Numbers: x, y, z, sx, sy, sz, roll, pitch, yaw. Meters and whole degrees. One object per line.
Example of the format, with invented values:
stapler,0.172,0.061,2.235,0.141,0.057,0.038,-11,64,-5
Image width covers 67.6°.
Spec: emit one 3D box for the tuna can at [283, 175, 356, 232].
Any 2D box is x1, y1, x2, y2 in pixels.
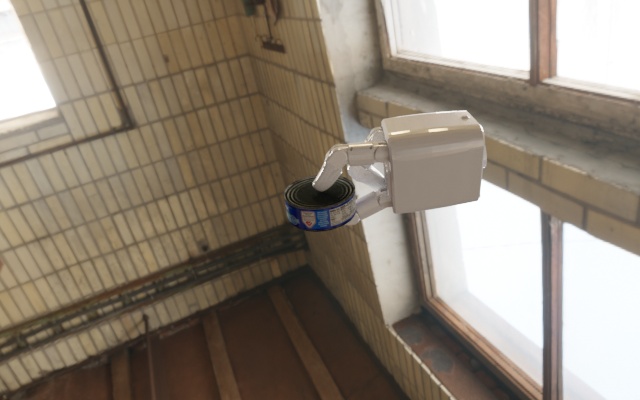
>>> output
tuna can,0.000,0.002,0.574,0.086,0.034,0.086,-5,28,3
